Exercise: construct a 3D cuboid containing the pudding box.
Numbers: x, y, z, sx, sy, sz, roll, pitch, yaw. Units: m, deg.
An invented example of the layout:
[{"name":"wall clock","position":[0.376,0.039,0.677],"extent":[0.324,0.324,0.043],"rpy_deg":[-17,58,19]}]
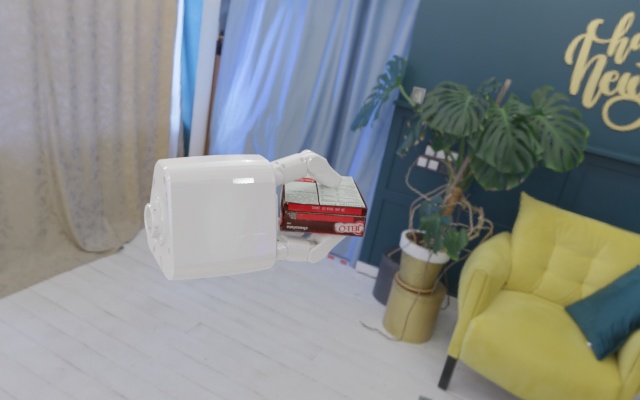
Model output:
[{"name":"pudding box","position":[0.000,0.002,0.542],"extent":[0.090,0.039,0.113],"rpy_deg":[5,21,-6]}]
